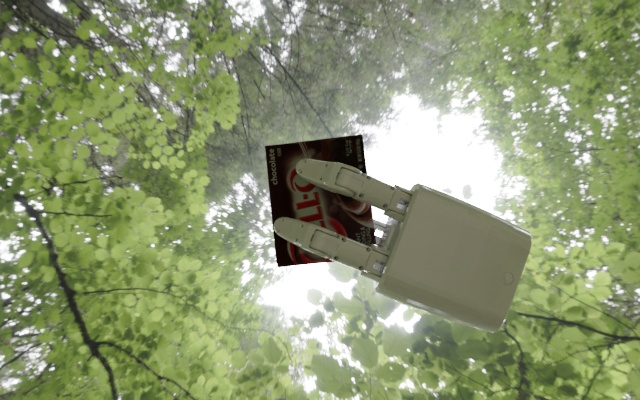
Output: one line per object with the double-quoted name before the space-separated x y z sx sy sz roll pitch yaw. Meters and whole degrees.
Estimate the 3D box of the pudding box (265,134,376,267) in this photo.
"pudding box" 0.000 0.001 0.440 0.090 0.113 0.039 -7 -6 1
